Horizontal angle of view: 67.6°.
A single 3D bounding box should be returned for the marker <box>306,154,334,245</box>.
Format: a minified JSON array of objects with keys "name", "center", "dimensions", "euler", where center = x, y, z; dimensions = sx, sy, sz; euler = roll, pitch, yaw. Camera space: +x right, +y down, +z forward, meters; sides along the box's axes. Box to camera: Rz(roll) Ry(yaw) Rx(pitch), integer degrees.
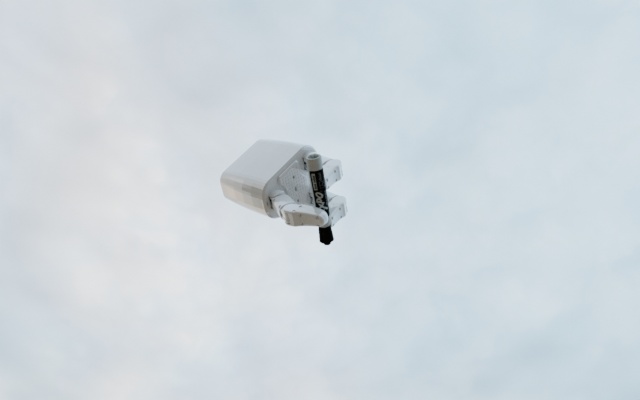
[{"name":"marker","center":[0.000,0.002,0.586],"dimensions":[0.020,0.121,0.020],"euler":[-7,26,4]}]
